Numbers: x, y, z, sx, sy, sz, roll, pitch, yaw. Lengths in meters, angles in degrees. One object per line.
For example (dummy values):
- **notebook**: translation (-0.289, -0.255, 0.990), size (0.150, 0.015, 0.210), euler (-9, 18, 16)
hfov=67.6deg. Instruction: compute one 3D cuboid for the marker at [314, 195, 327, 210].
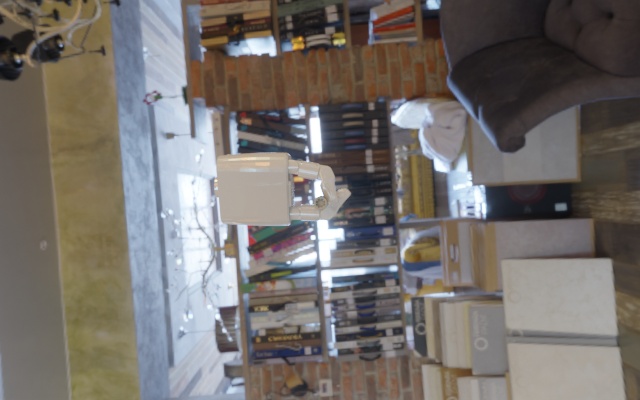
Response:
- **marker**: translation (0.000, 0.002, 0.716), size (0.020, 0.020, 0.121), euler (0, 2, 0)
